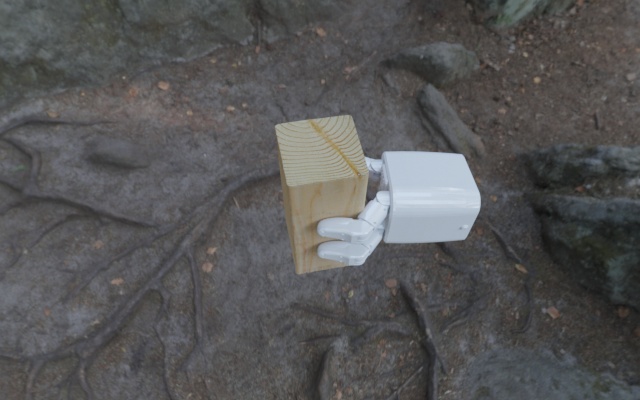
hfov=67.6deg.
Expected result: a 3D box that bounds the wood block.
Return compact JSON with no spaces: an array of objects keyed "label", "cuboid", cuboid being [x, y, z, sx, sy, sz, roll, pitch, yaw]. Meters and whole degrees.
[{"label":"wood block","cuboid":[0.000,0.002,0.599,0.090,0.090,0.206,-9,-34,-6]}]
